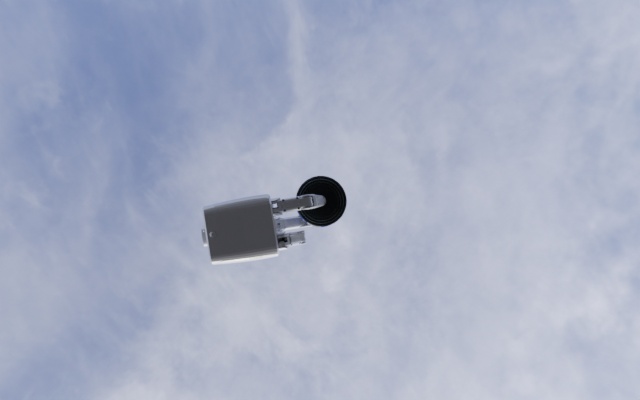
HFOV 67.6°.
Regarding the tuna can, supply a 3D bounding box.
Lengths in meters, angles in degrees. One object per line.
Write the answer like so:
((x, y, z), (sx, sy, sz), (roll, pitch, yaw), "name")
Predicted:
((0.000, 0.003, 0.813), (0.086, 0.086, 0.034), (0, -7, -4), "tuna can")
